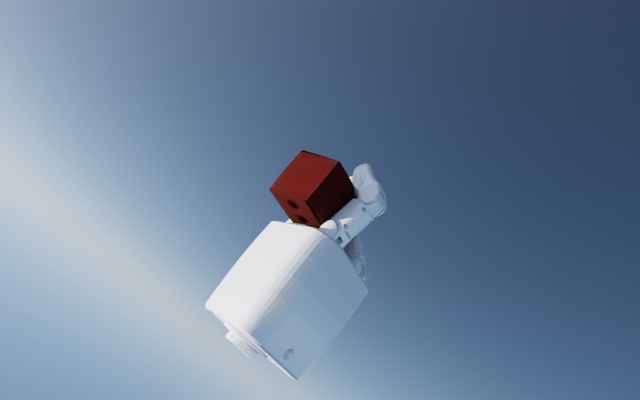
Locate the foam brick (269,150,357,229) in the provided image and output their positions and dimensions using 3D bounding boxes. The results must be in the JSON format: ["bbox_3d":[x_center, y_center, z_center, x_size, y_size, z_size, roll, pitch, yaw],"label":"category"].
[{"bbox_3d":[0.000,0.001,0.448,0.053,0.051,0.078,20,-28,44],"label":"foam brick"}]
